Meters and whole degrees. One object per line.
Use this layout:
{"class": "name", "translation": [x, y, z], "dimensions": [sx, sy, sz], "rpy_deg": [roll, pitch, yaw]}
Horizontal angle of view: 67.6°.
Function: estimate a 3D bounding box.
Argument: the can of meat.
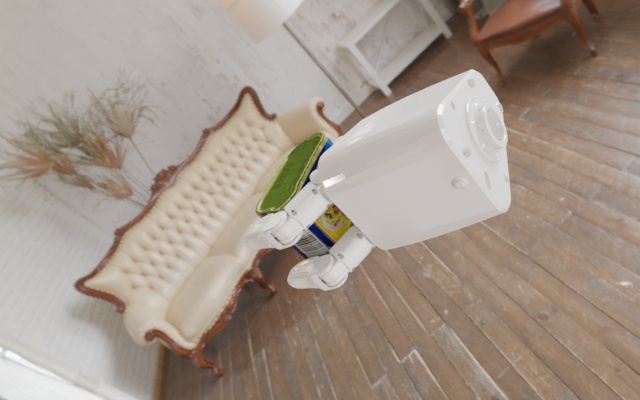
{"class": "can of meat", "translation": [0.000, 0.001, 0.432], "dimensions": [0.057, 0.102, 0.084], "rpy_deg": [-19, -55, 43]}
